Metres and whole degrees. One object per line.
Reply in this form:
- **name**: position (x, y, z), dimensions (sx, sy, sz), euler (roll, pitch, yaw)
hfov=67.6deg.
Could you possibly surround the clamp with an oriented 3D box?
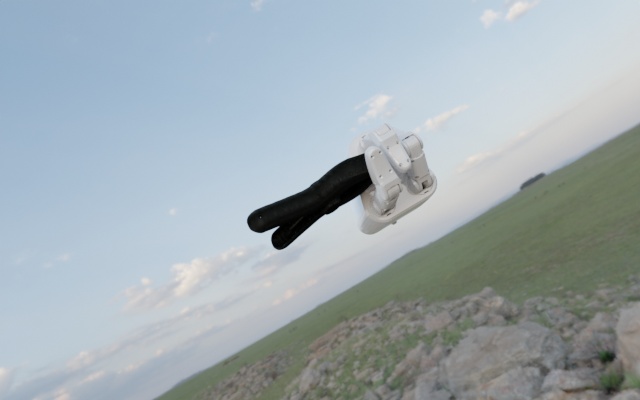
- **clamp**: position (0.000, 0.001, 0.546), dimensions (0.171, 0.039, 0.120), euler (-28, -12, -10)
